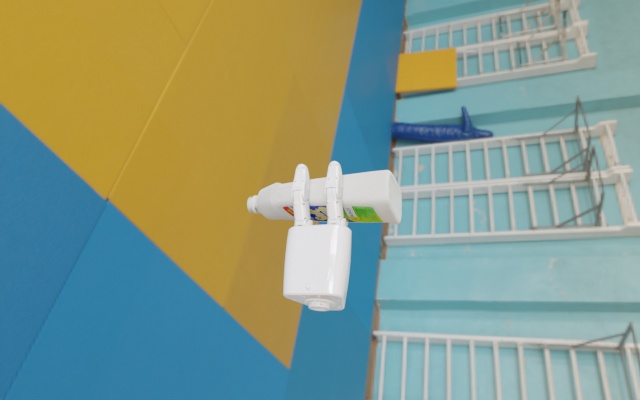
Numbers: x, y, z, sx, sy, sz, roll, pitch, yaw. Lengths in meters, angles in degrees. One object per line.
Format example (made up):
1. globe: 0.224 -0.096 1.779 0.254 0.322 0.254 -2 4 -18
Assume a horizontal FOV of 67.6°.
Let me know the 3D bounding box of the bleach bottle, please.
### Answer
1. bleach bottle: 0.000 0.002 0.787 0.251 0.068 0.103 -4 -26 21
